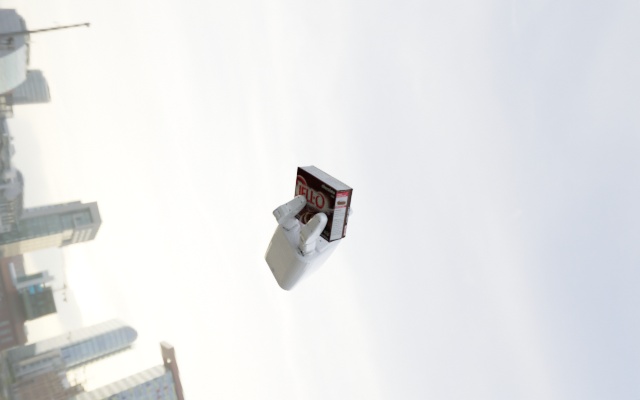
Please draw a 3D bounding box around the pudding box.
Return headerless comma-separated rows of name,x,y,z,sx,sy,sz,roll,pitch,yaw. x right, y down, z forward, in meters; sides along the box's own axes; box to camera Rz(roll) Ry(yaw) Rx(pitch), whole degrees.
pudding box,0.000,0.003,0.770,0.039,0.090,0.113,-12,29,-37
